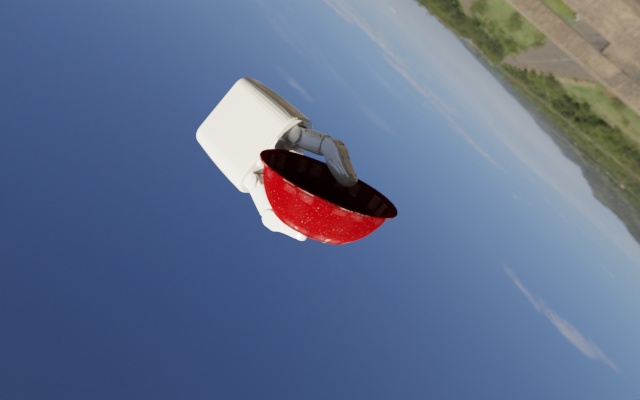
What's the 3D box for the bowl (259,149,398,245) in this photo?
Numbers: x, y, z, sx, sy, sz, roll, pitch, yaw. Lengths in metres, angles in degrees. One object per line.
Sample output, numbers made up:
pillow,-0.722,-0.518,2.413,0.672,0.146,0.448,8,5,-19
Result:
bowl,0.001,0.003,0.522,0.162,0.055,0.162,22,15,-6
